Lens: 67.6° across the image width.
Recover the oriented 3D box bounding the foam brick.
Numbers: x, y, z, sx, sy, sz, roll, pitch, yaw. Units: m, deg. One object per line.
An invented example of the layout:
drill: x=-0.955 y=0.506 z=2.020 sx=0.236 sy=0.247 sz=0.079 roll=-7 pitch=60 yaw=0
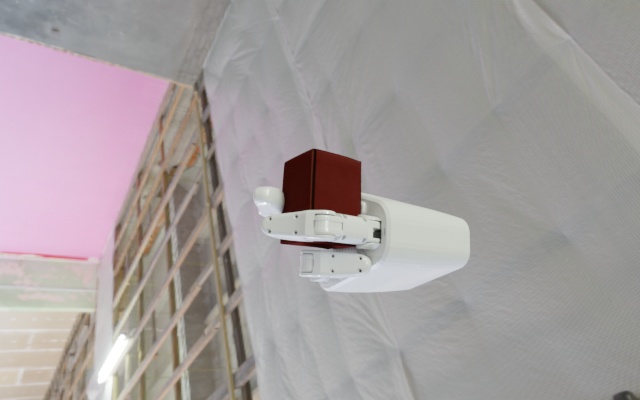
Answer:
foam brick: x=0.000 y=0.001 z=0.419 sx=0.051 sy=0.078 sz=0.053 roll=8 pitch=-12 yaw=-32
